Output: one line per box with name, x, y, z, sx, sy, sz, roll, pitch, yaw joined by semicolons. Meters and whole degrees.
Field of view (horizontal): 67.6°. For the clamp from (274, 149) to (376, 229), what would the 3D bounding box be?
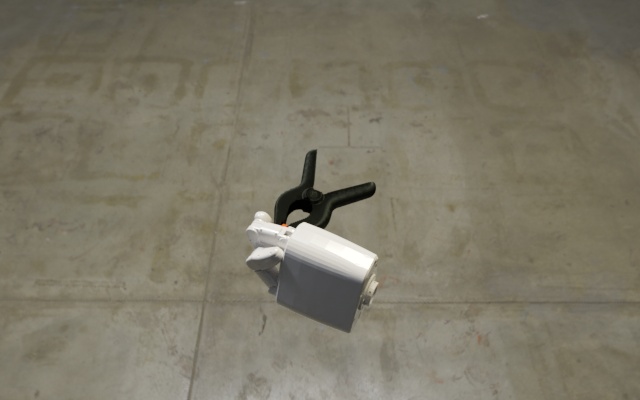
clamp;0.000;0.002;0.675;0.120;0.171;0.039;21;-36;17
